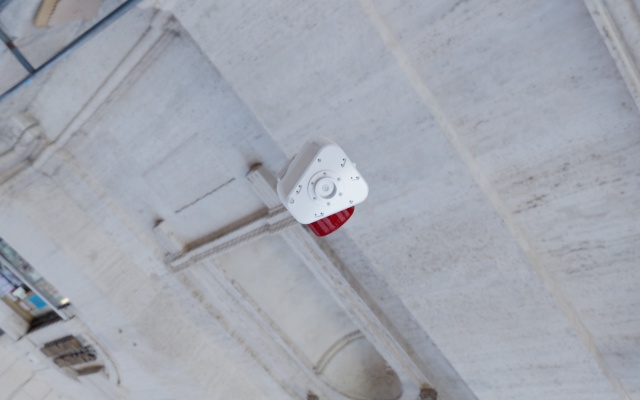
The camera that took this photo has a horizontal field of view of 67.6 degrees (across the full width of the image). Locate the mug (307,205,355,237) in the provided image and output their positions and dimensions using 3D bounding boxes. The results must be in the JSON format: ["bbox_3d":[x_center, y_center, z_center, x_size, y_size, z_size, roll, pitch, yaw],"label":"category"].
[{"bbox_3d":[0.000,0.003,0.796,0.093,0.081,0.117,-38,15,0],"label":"mug"}]
